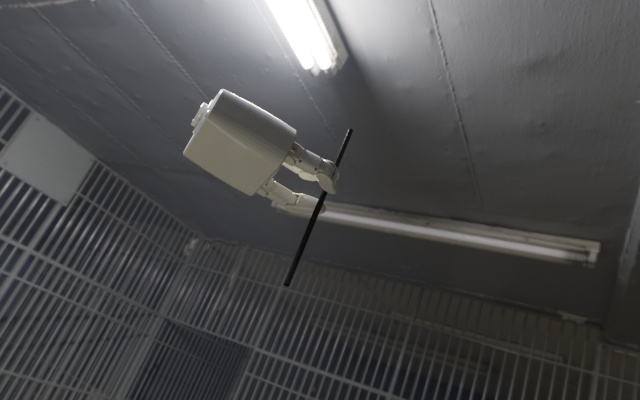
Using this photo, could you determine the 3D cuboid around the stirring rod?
[{"bbox_3d":[0.000,0.002,0.634,0.011,0.239,0.011,19,-23,8],"label":"stirring rod"}]
